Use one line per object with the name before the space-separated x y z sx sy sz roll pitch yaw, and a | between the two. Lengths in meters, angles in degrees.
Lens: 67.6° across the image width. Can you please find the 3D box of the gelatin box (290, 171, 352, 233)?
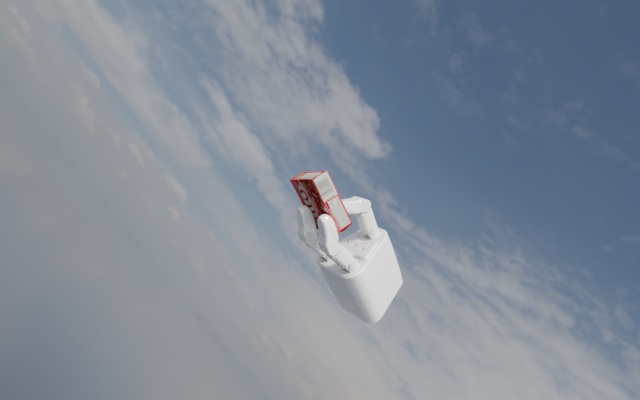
gelatin box | 0.000 0.002 0.691 0.030 0.089 0.073 -33 17 -23
